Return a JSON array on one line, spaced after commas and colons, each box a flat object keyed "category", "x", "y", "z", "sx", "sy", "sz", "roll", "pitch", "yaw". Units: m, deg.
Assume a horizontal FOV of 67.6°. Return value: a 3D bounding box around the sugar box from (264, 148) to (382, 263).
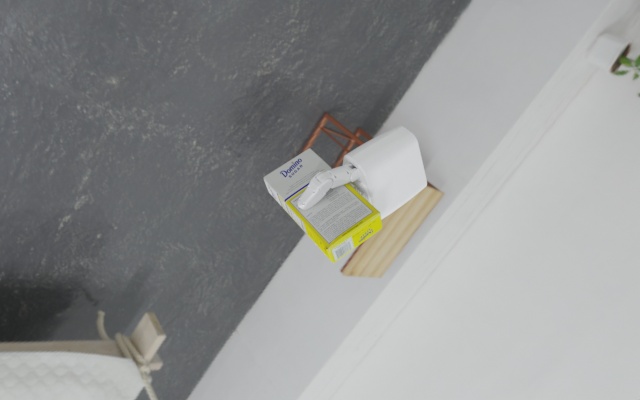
[{"category": "sugar box", "x": 0.000, "y": 0.003, "z": 0.714, "sx": 0.093, "sy": 0.048, "sz": 0.176, "roll": -34, "pitch": 51, "yaw": -14}]
